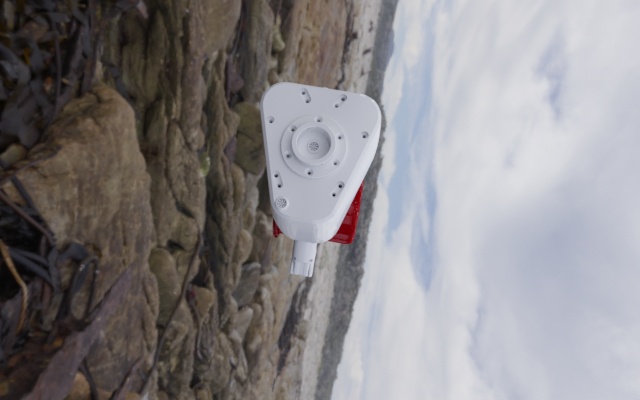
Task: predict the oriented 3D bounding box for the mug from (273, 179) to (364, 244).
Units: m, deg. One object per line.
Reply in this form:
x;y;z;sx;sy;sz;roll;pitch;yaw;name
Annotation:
0.000;0.002;0.509;0.081;0.093;0.117;10;-10;2;mug
